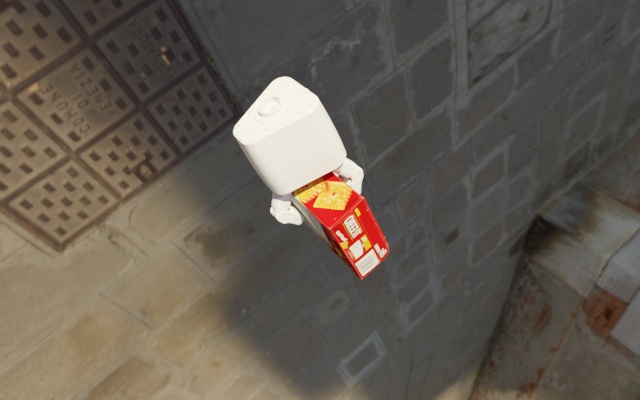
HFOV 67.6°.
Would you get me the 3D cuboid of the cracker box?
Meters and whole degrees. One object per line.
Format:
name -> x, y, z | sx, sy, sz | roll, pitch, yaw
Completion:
cracker box -> 0.000, 0.003, 0.739 | 0.213, 0.072, 0.164 | 43, -9, 38
